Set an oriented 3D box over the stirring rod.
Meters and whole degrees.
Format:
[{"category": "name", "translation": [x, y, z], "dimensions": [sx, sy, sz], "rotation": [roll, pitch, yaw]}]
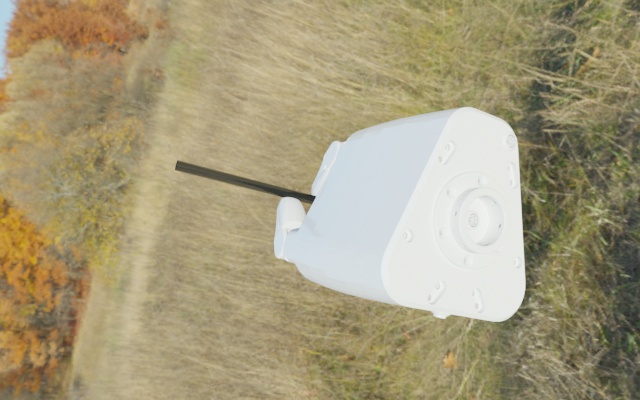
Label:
[{"category": "stirring rod", "translation": [0.000, 0.001, 0.402], "dimensions": [0.239, 0.011, 0.011], "rotation": [14, -6, -24]}]
